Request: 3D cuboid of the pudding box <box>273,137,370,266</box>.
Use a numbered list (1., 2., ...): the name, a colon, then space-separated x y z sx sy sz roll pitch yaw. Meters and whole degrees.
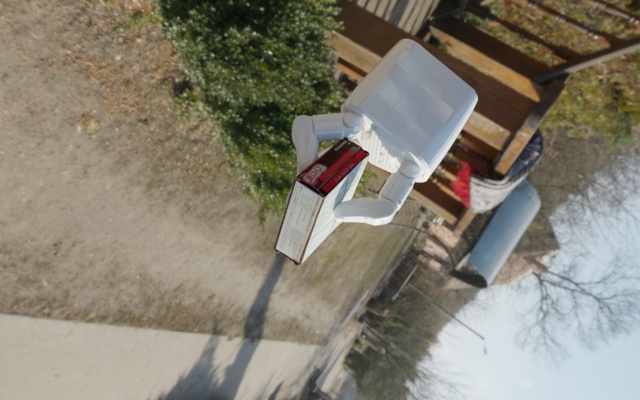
1. pudding box: 0.000 0.002 0.491 0.039 0.114 0.090 33 46 15
